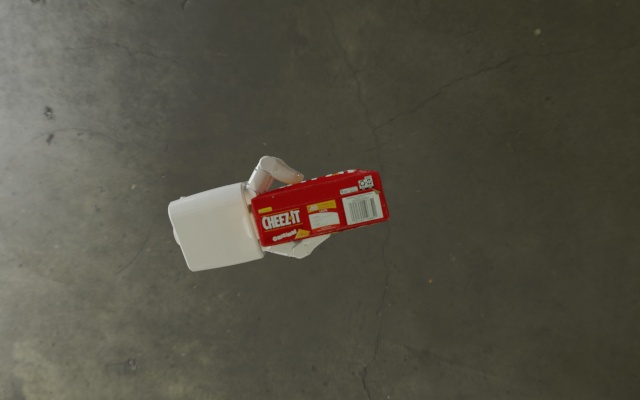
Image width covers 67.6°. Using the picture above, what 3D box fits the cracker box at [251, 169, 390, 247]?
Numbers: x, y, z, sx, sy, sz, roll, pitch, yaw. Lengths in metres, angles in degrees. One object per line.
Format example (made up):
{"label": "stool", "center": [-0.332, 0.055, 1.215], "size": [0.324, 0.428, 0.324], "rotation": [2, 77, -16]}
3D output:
{"label": "cracker box", "center": [0.000, 0.002, 0.685], "size": [0.164, 0.072, 0.213], "rotation": [-13, 4, 2]}
